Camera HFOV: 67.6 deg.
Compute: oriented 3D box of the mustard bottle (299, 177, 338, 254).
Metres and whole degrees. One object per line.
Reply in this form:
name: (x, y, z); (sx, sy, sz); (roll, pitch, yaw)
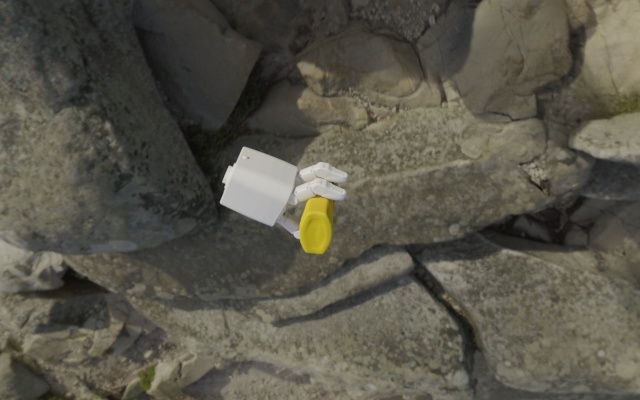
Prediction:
mustard bottle: (0.000, 0.003, 0.877); (0.058, 0.096, 0.191); (4, 36, 4)
